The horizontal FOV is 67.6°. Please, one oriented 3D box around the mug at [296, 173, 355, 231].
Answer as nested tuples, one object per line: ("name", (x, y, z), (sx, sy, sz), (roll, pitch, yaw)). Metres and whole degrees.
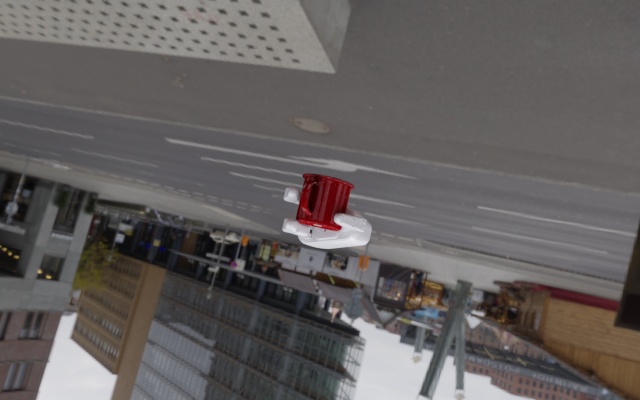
("mug", (0.000, 0.003, 0.809), (0.093, 0.081, 0.117), (10, -8, 26))
